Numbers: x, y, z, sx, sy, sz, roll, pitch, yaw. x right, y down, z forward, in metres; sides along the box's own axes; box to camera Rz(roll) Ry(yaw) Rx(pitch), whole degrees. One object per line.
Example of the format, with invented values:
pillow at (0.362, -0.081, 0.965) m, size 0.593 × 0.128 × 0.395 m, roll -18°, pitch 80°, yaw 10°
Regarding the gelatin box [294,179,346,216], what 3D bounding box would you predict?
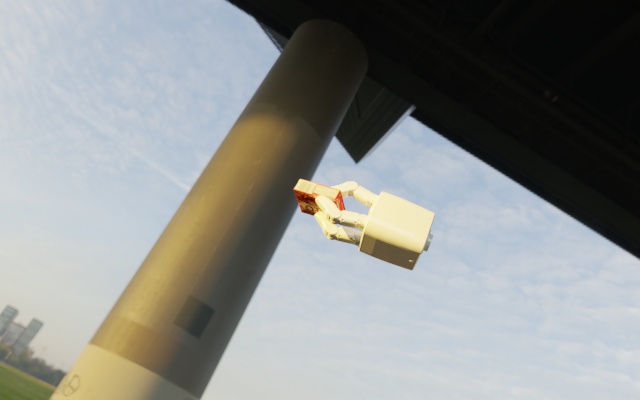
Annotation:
gelatin box at (0.000, 0.002, 0.893) m, size 0.089 × 0.030 × 0.073 m, roll 17°, pitch -32°, yaw 23°
